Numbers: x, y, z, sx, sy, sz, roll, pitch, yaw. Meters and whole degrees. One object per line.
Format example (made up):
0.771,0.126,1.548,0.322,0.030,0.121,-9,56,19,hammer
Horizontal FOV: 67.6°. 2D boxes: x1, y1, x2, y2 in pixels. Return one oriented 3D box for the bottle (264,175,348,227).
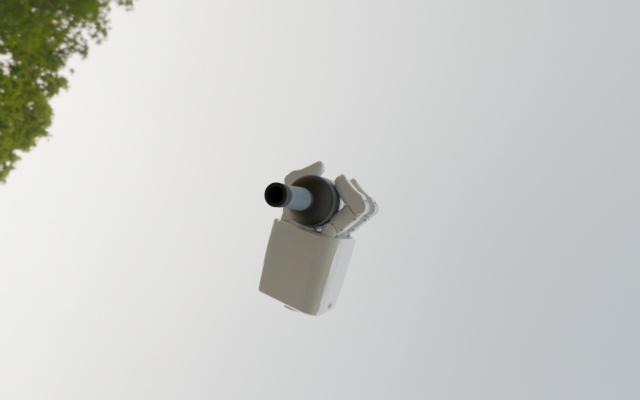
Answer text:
0.000,0.002,0.647,0.069,0.069,0.296,0,-3,19,bottle
